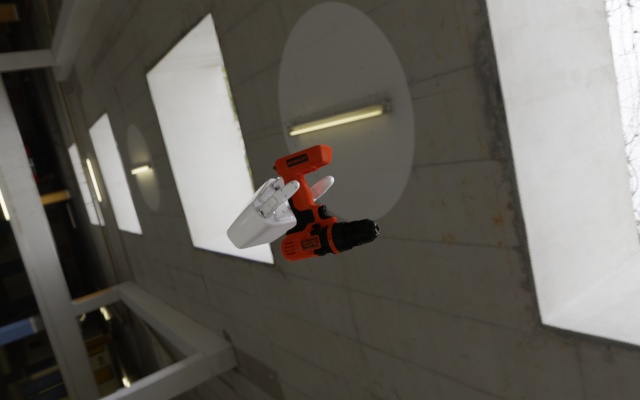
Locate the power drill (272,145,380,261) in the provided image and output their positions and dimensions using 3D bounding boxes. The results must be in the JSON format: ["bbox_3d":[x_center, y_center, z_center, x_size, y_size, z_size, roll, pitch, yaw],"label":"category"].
[{"bbox_3d":[0.000,0.002,0.831,0.184,0.187,0.057,-16,-10,24],"label":"power drill"}]
